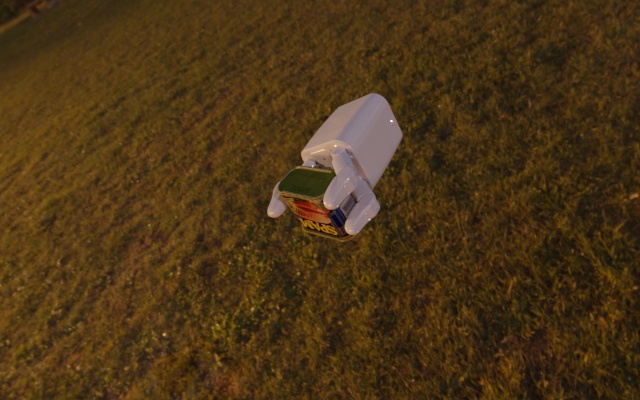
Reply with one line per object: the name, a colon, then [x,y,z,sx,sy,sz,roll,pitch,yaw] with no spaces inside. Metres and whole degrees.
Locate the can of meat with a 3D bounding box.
can of meat: [0.000,0.002,0.648,0.102,0.057,0.084,12,-34,44]
